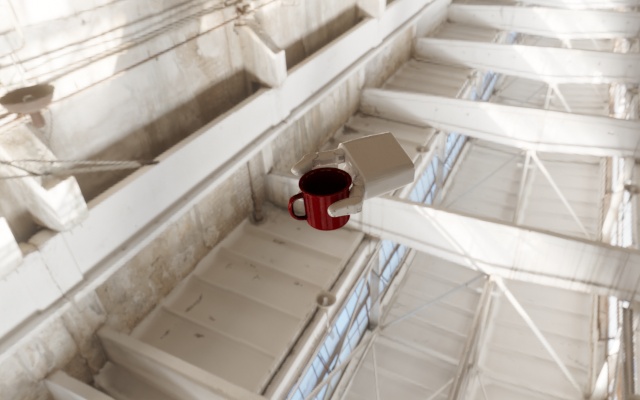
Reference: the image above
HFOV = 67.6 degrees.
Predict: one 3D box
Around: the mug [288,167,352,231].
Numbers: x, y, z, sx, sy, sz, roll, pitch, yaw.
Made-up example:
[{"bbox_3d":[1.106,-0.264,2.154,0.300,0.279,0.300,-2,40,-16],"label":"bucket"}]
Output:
[{"bbox_3d":[-0.001,0.003,0.840,0.117,0.082,0.093,-17,37,-16],"label":"mug"}]
